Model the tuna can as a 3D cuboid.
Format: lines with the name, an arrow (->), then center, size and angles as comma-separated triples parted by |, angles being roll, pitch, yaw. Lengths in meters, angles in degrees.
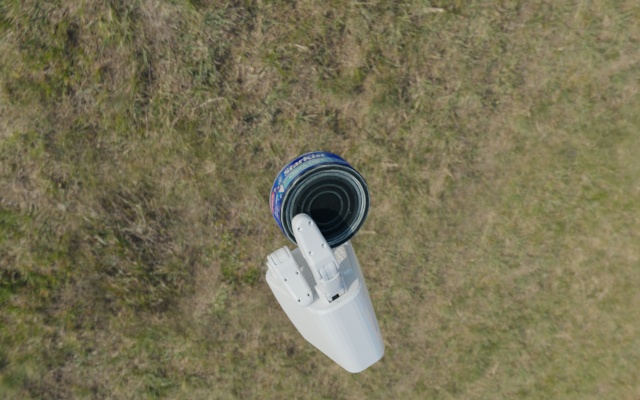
tuna can -> 0.000, 0.002, 0.425 | 0.086, 0.086, 0.033 | 0, 23, -22
